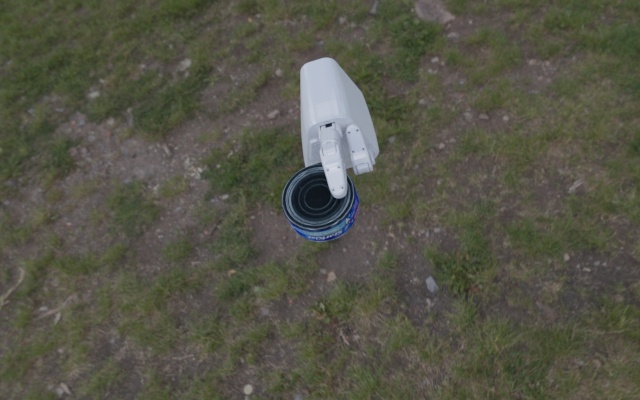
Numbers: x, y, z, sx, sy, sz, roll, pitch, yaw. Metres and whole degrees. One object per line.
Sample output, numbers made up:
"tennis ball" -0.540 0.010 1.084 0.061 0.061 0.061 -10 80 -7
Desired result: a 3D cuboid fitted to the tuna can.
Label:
"tuna can" 0.000 0.002 0.541 0.086 0.086 0.034 0 -26 13
